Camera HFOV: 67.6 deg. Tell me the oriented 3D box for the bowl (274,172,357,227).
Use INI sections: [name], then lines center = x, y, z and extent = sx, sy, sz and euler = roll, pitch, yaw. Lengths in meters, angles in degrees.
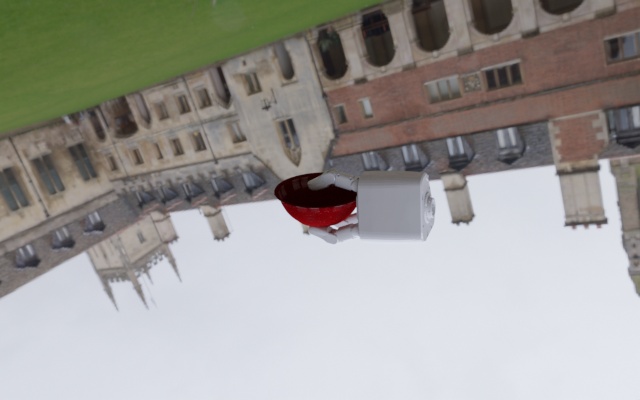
[bowl]
center = -0.001, 0.003, 0.847
extent = 0.162, 0.055, 0.162
euler = -1, 24, 1
